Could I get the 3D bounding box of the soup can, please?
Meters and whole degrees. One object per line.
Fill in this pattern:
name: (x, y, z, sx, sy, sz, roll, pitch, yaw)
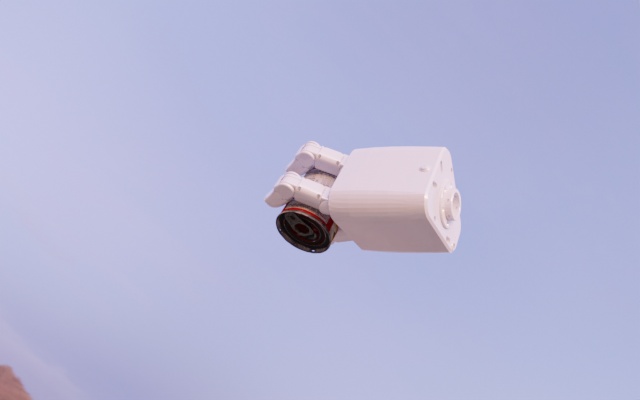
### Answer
soup can: (0.000, 0.002, 0.562, 0.068, 0.068, 0.102, 0, 43, 33)
